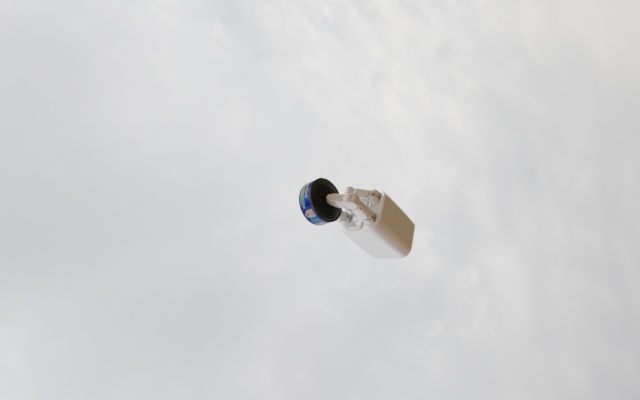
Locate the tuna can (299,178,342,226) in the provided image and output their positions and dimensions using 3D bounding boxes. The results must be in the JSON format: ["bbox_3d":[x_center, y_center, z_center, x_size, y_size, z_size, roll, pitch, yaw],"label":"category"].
[{"bbox_3d":[0.000,0.003,0.892,0.034,0.086,0.086,-21,-14,41],"label":"tuna can"}]
